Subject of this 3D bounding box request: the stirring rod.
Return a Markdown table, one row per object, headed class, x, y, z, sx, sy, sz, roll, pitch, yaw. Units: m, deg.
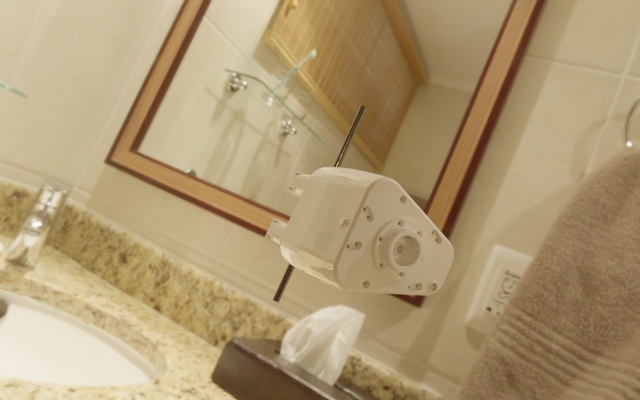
| class | x | y | z | sx | sy | sz | roll | pitch | yaw |
| --- | --- | --- | --- | --- | --- | --- | --- | --- | --- |
| stirring rod | 0.000 | 0.002 | 0.536 | 0.011 | 0.239 | 0.011 | 24 | -5 | 2 |
